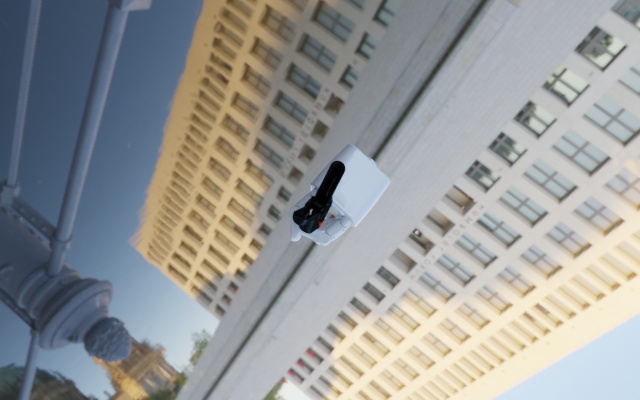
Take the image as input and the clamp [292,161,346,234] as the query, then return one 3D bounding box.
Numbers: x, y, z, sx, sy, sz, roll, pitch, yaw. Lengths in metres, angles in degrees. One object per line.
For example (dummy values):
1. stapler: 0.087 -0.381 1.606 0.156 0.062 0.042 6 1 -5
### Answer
1. clamp: 0.001 0.003 0.786 0.039 0.120 0.171 41 -9 7
